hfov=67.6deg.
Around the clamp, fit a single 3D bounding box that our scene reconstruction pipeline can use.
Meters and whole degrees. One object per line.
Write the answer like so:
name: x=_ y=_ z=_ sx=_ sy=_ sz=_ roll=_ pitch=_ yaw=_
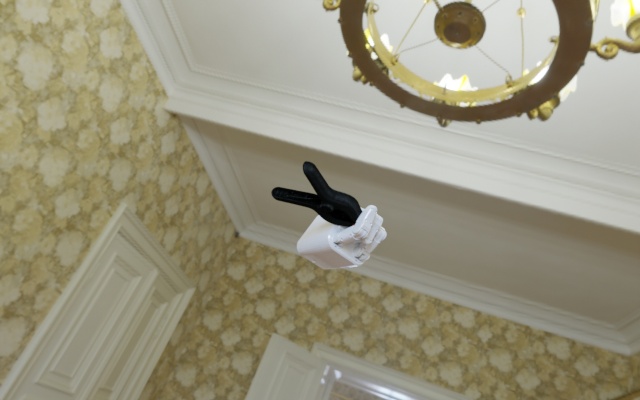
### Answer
clamp: x=0.000 y=0.002 z=0.837 sx=0.171 sy=0.039 sz=0.120 roll=38 pitch=-35 yaw=-26
